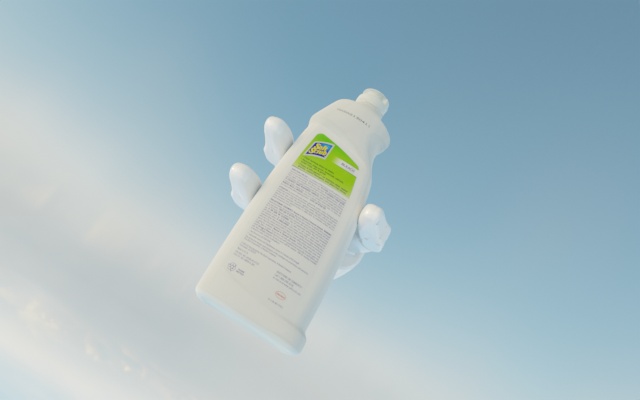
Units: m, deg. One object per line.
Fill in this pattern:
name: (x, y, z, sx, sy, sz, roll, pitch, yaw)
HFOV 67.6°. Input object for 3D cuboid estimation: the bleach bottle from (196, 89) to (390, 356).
bleach bottle: (0.000, 0.001, 0.429, 0.102, 0.250, 0.068, 32, -22, 1)
